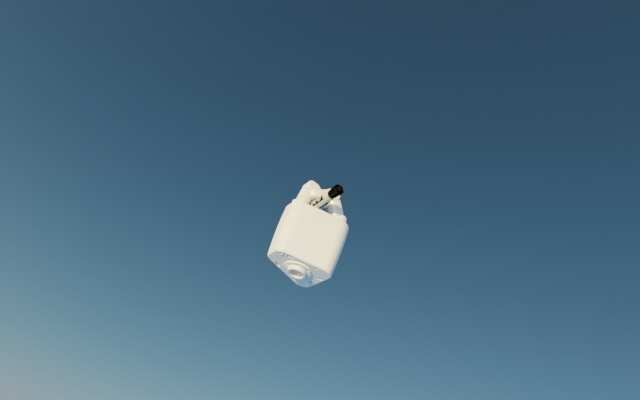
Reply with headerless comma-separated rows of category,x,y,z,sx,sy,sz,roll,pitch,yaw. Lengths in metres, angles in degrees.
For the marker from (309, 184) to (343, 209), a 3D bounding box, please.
marker,0.000,0.003,0.830,0.020,0.020,0.121,0,-22,-37
